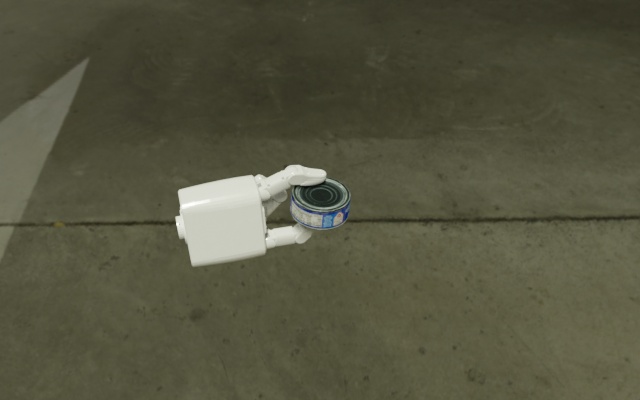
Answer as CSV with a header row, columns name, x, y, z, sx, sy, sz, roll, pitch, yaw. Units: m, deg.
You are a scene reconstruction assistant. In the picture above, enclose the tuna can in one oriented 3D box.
name,x,y,z,sx,sy,sz,roll,pitch,yaw
tuna can,0.000,0.002,0.681,0.086,0.034,0.086,4,38,-3
